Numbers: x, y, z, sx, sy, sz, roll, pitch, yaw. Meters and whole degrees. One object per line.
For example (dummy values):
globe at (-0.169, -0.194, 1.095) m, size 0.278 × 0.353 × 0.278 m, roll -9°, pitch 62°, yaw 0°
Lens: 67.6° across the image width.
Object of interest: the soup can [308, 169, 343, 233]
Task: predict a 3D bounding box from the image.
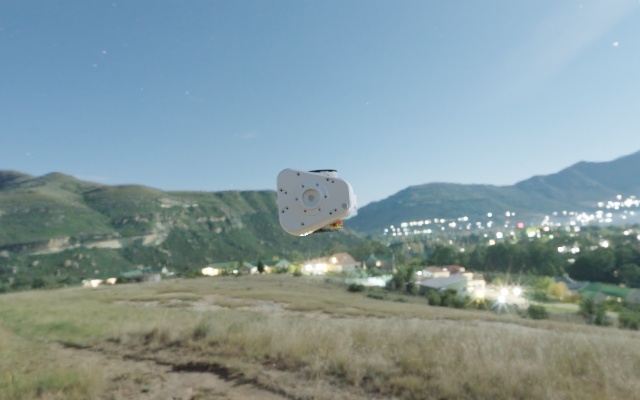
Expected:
soup can at (0.000, 0.002, 0.807) m, size 0.068 × 0.102 × 0.068 m, roll -5°, pitch -4°, yaw 0°
